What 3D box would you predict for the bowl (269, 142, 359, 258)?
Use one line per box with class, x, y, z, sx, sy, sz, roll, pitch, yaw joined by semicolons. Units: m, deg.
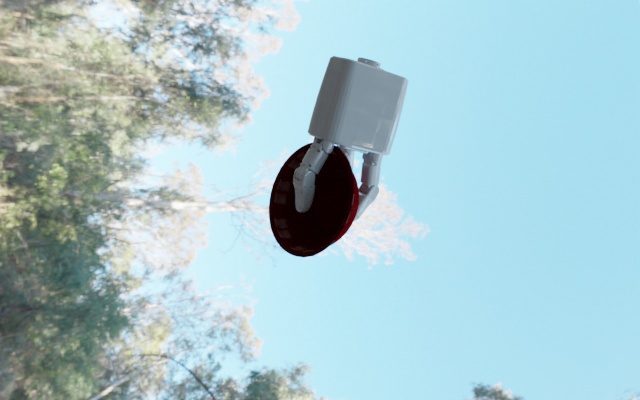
bowl;0.000;0.003;0.668;0.162;0.162;0.055;0;-12;44
